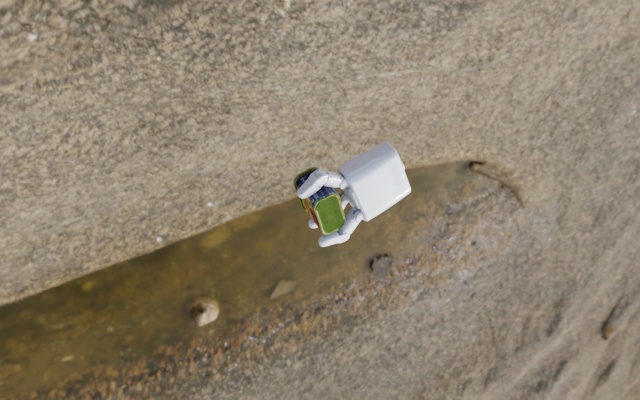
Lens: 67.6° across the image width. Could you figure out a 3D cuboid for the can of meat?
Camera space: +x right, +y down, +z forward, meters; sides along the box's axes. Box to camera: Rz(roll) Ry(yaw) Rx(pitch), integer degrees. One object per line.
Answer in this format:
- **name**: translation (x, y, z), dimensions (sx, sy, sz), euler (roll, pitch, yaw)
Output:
- **can of meat**: translation (0.000, 0.003, 0.884), dimensions (0.057, 0.102, 0.084), euler (-29, 47, -10)
